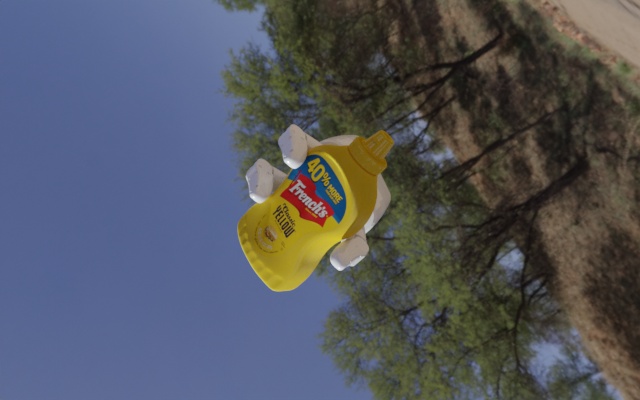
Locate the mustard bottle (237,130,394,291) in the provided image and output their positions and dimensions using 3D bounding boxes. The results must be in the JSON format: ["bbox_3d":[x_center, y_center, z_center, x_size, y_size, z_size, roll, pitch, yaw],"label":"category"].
[{"bbox_3d":[0.000,0.002,0.483,0.192,0.096,0.058,-44,-29,23],"label":"mustard bottle"}]
